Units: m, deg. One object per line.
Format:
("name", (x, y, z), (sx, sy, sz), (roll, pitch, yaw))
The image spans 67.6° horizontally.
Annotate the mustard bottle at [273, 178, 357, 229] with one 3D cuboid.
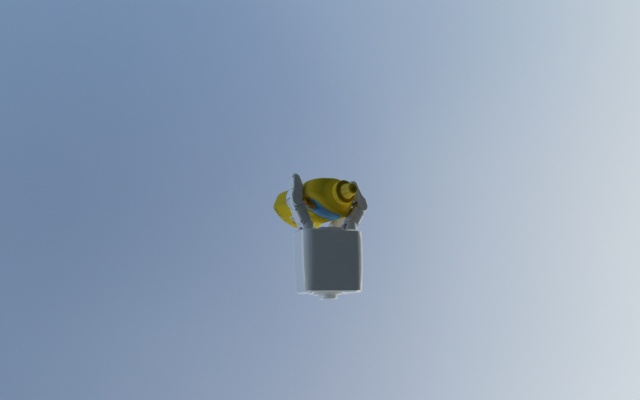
("mustard bottle", (0.000, 0.003, 0.856), (0.096, 0.058, 0.192), (34, -30, -23))
